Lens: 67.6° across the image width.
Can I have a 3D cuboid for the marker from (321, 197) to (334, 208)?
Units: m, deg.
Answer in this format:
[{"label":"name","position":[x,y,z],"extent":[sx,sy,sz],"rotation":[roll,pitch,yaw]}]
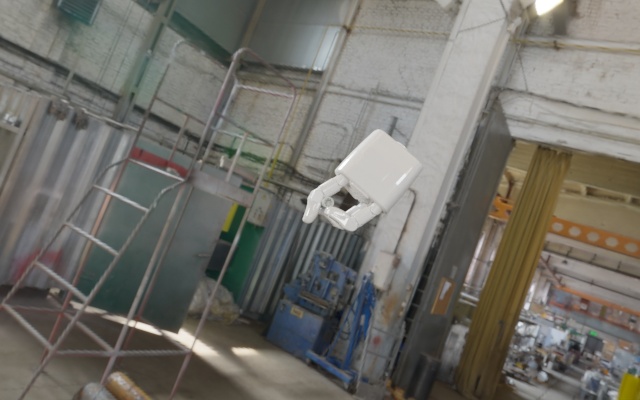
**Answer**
[{"label":"marker","position":[0.000,0.003,0.853],"extent":[0.020,0.020,0.121],"rotation":[0,1,-13]}]
